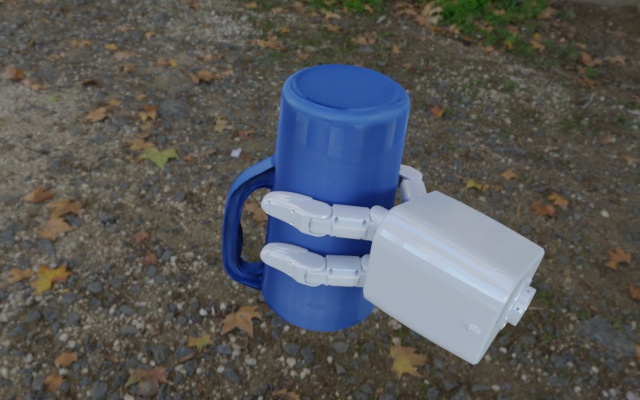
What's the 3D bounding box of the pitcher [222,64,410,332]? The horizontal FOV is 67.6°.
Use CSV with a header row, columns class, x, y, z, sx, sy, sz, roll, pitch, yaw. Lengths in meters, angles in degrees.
class,x,y,z,sx,sy,sz,roll,pitch,yaw
pitcher,0.000,0.002,0.461,0.145,0.243,0.149,31,43,29
